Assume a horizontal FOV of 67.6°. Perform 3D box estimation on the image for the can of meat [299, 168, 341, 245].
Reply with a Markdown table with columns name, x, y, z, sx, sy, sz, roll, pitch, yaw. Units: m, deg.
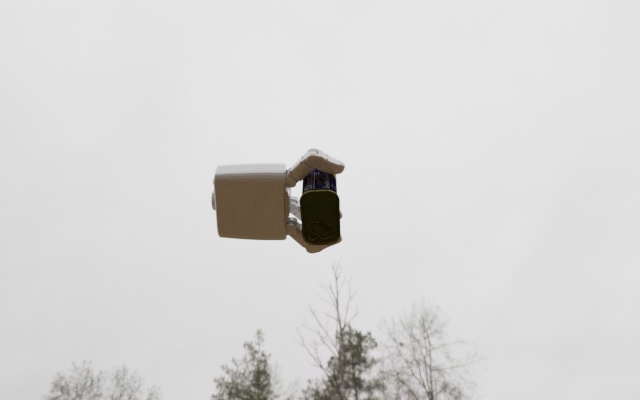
| name | x | y | z | sx | sy | sz | roll | pitch | yaw |
| --- | --- | --- | --- | --- | --- | --- | --- | --- | --- |
| can of meat | 0.000 | 0.002 | 0.723 | 0.057 | 0.102 | 0.084 | -2 | 37 | 2 |
